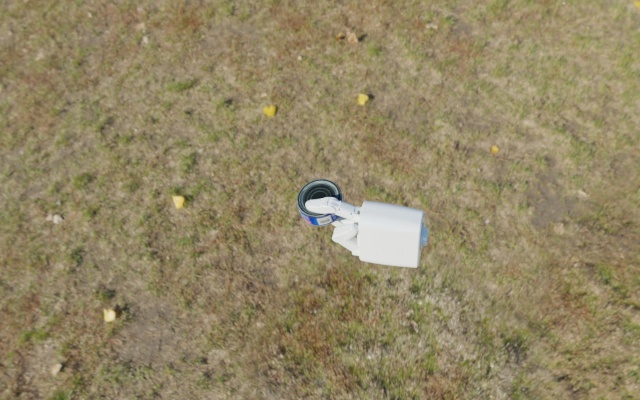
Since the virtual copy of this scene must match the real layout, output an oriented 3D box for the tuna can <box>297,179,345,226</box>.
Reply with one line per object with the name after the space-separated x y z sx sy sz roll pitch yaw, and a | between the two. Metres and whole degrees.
0.000 0.003 0.881 0.086 0.086 0.034 0 -33 15 | tuna can
